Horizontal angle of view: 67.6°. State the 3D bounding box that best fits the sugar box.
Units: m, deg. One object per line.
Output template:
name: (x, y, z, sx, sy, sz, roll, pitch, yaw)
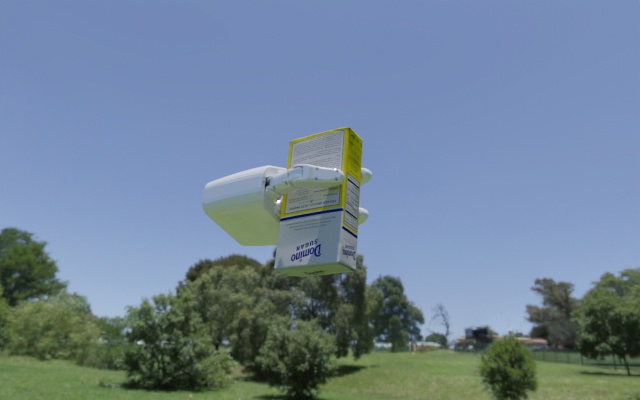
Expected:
sugar box: (0.000, 0.002, 0.584, 0.093, 0.176, 0.048, -10, -25, 32)
